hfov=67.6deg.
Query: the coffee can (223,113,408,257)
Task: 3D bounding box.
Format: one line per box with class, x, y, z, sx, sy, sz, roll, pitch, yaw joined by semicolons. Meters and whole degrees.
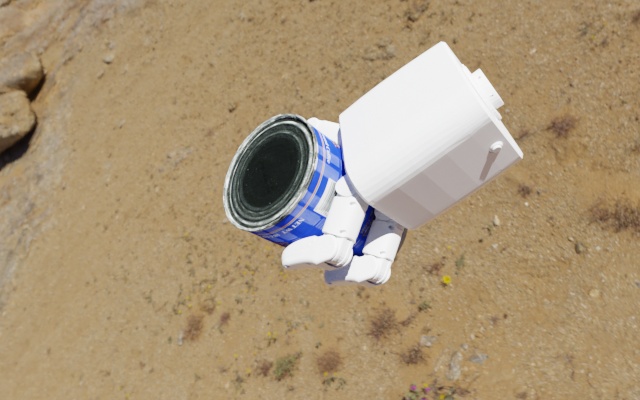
coffee can;0.000;0.002;0.428;0.103;0.102;0.140;0;-21;42
